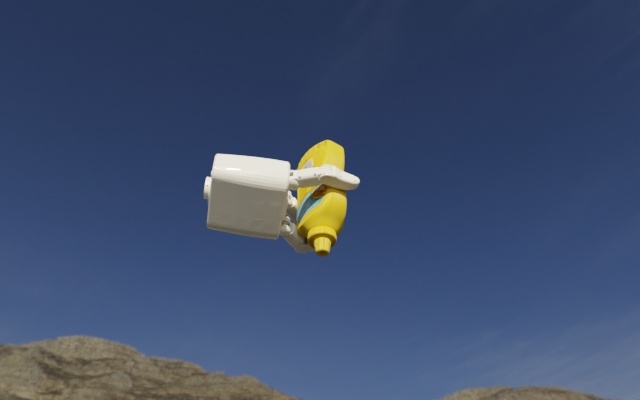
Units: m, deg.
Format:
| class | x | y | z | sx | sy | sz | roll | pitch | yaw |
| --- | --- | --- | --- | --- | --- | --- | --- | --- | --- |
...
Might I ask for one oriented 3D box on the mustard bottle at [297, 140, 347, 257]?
| class | x | y | z | sx | sy | sz | roll | pitch | yaw |
| --- | --- | --- | --- | --- | --- | --- | --- | --- | --- |
| mustard bottle | 0.000 | 0.002 | 0.720 | 0.058 | 0.191 | 0.096 | 26 | -50 | -26 |
